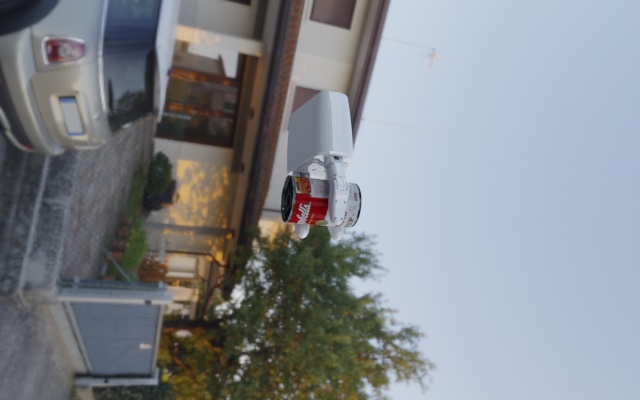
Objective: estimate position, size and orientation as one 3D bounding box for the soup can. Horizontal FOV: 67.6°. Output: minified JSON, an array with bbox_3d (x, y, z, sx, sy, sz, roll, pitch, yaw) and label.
[{"bbox_3d":[0.000,0.003,0.688,0.102,0.068,0.068,6,-2,-18],"label":"soup can"}]
